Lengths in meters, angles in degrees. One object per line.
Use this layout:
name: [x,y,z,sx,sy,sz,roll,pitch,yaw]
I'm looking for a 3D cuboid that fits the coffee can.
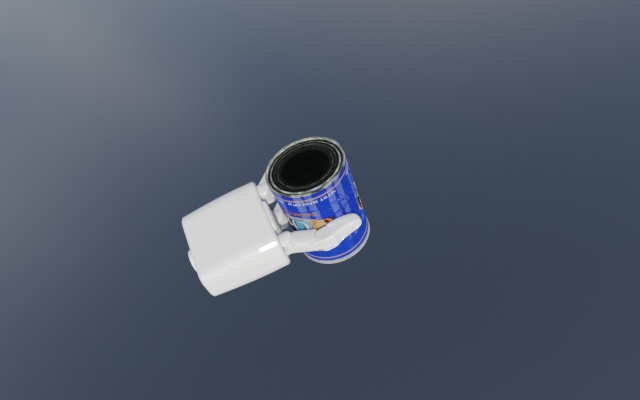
coffee can: [0.000,0.002,0.630,0.103,0.102,0.140,0,-41,22]
